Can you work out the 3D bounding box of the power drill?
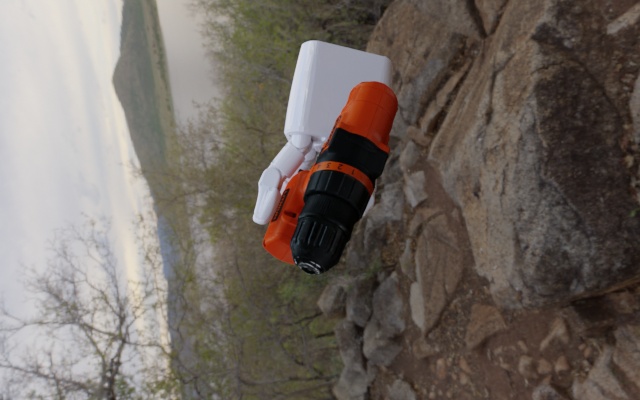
[{"bbox_3d":[0.000,0.001,0.451,0.057,0.184,0.188,29,-28,-9],"label":"power drill"}]
